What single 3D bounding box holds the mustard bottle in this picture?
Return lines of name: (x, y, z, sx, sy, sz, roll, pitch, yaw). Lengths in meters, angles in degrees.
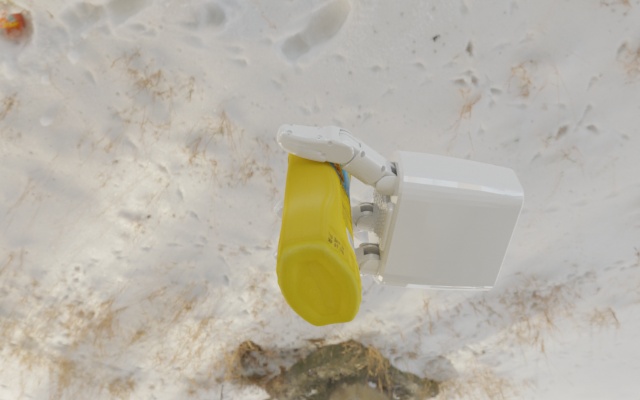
mustard bottle: (0.000, 0.002, 0.407, 0.058, 0.096, 0.191, -12, 41, 11)
